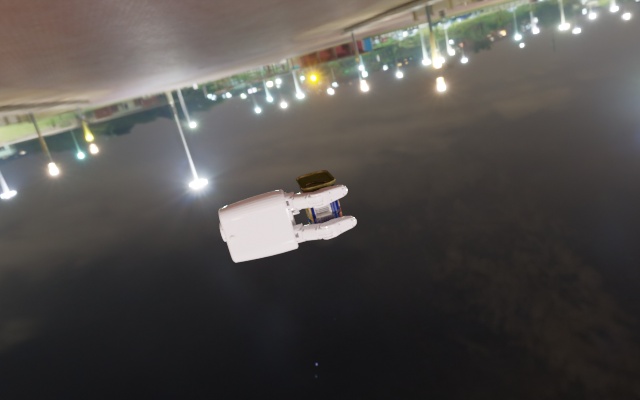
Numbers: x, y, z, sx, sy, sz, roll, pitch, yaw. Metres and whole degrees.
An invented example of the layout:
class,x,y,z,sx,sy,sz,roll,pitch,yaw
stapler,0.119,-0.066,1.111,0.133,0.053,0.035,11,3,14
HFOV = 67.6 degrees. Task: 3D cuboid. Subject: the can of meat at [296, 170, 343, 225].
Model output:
class,x,y,z,sx,sy,sz,roll,pitch,yaw
can of meat,0.000,0.003,0.801,0.057,0.084,0.102,-16,16,-6
